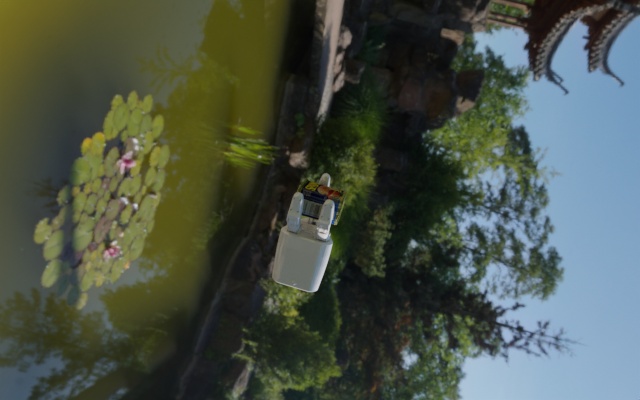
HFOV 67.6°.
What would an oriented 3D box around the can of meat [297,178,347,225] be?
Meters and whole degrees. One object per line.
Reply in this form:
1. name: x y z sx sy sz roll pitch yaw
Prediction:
1. can of meat: 0.000 0.003 0.885 0.084 0.057 0.102 16 14 4
